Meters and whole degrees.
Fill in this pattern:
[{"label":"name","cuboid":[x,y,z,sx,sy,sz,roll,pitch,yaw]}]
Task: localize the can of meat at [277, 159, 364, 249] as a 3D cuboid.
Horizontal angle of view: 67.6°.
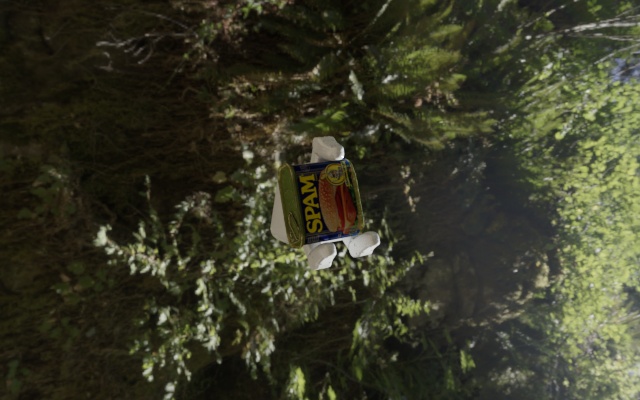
[{"label":"can of meat","cuboid":[0.000,0.002,0.585,0.084,0.102,0.057,-9,-2,-21]}]
